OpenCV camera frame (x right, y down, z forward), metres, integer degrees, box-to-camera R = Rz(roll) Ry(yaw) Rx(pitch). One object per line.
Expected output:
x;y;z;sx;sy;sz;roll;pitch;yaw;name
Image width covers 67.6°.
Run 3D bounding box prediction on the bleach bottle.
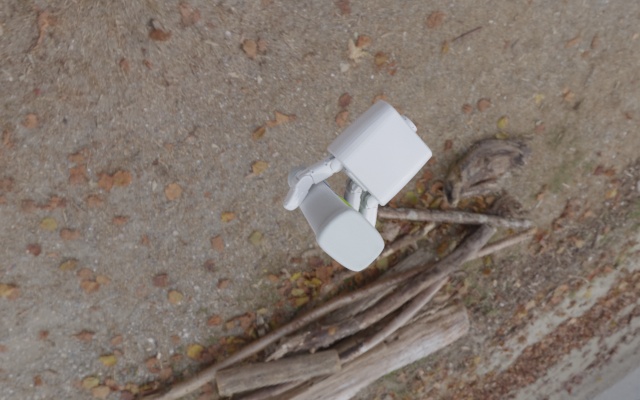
0.000;0.002;0.725;0.103;0.068;0.250;43;4;-34;bleach bottle
